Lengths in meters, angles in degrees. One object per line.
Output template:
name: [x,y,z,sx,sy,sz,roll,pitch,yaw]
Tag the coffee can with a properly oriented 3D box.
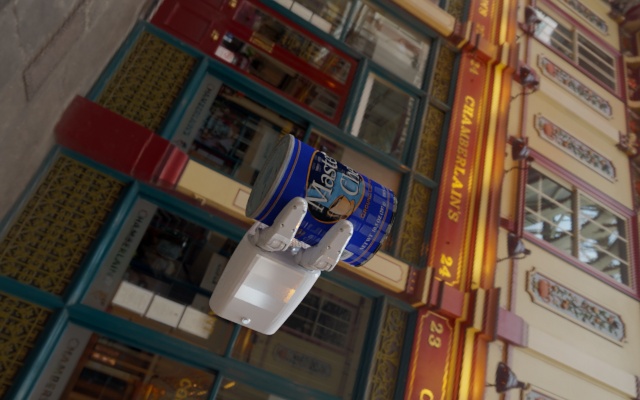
coffee can: [0.000,0.002,0.545,0.140,0.103,0.103,27,-8,-17]
